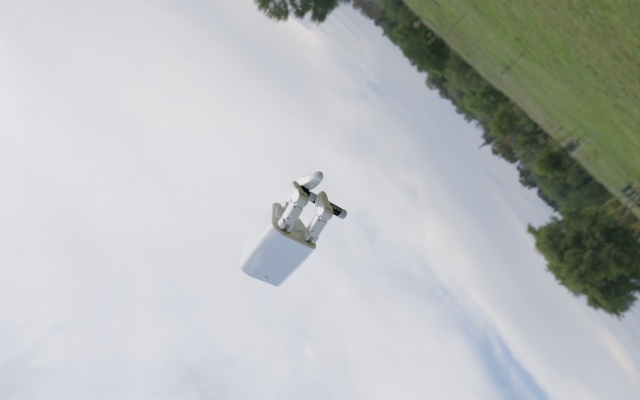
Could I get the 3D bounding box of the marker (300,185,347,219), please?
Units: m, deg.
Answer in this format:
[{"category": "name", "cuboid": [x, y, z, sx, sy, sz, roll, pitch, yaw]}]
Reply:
[{"category": "marker", "cuboid": [0.000, 0.003, 0.871, 0.121, 0.020, 0.020, 29, -17, -33]}]
